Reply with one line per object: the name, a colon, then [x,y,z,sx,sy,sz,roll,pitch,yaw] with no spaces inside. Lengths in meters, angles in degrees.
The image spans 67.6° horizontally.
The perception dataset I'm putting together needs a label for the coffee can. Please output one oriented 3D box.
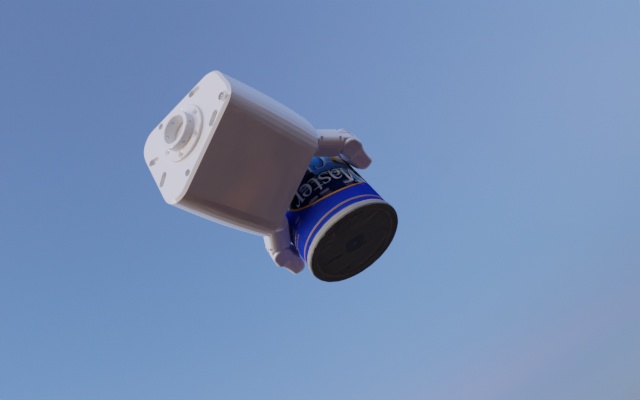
coffee can: [0.000,0.002,0.510,0.103,0.103,0.140,0,36,-38]
